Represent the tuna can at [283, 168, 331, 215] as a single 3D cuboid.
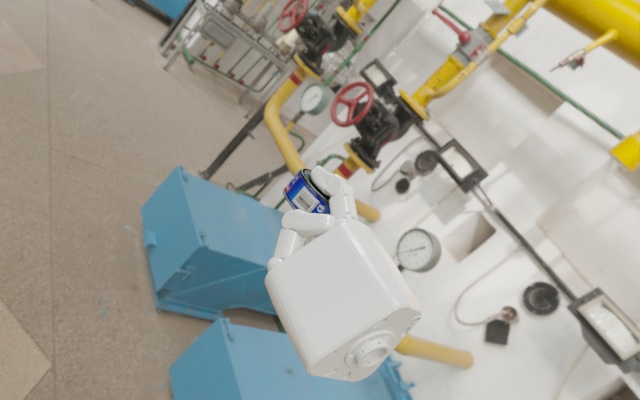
[{"bbox_3d":[0.000,0.001,0.553,0.086,0.034,0.086,38,15,-12],"label":"tuna can"}]
